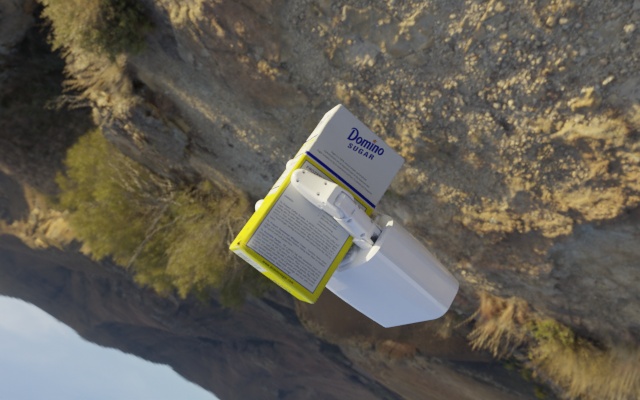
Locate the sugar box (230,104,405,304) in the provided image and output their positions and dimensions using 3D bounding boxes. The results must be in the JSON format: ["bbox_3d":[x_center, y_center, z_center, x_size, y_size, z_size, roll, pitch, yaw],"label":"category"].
[{"bbox_3d":[0.000,0.002,0.474,0.093,0.176,0.048,39,-20,-13],"label":"sugar box"}]
